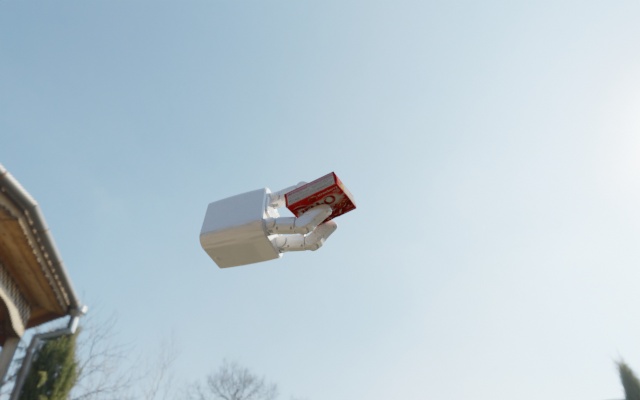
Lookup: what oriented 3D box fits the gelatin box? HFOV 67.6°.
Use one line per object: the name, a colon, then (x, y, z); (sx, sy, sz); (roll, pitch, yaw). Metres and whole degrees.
gelatin box: (0.000, 0.002, 0.735); (0.089, 0.030, 0.073); (-25, -42, 15)
